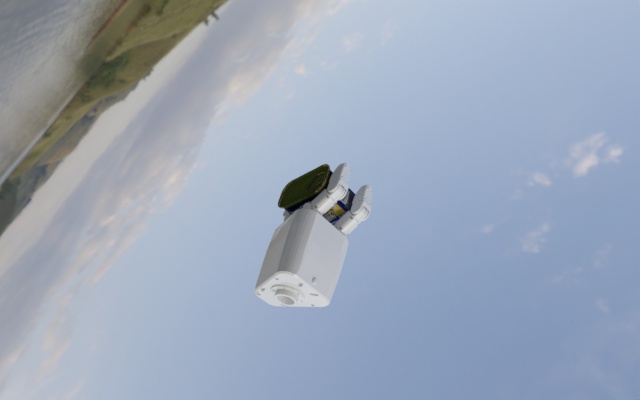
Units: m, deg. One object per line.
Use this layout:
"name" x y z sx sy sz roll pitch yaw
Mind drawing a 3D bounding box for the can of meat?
"can of meat" 0.000 0.003 0.736 0.102 0.057 0.084 -25 -54 37
